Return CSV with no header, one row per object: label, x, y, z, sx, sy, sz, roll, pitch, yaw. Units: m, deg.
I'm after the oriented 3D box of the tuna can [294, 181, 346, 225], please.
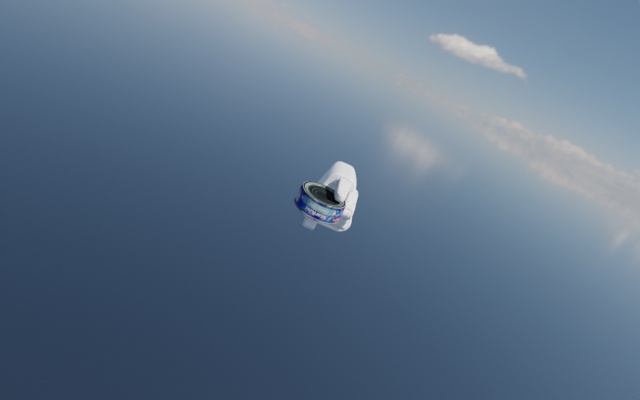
tuna can,0.000,0.002,0.820,0.086,0.034,0.086,23,23,-10
